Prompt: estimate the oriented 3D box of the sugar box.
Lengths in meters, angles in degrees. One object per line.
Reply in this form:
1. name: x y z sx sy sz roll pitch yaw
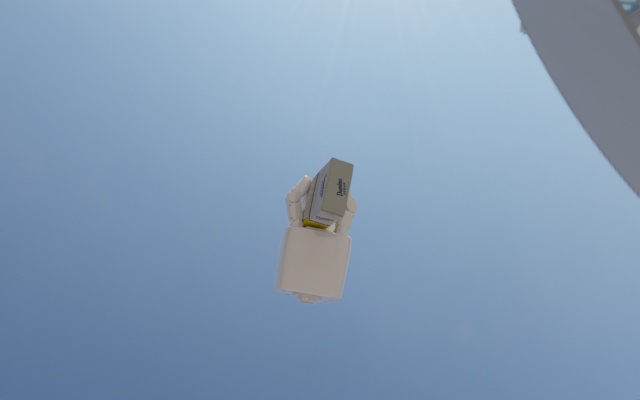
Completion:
1. sugar box: 0.001 0.003 0.814 0.048 0.093 0.176 18 -20 -16
